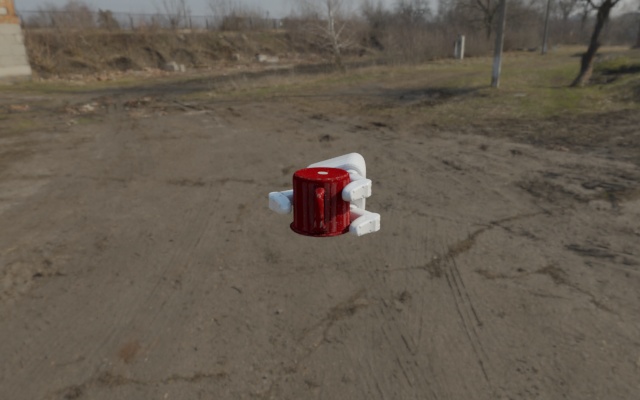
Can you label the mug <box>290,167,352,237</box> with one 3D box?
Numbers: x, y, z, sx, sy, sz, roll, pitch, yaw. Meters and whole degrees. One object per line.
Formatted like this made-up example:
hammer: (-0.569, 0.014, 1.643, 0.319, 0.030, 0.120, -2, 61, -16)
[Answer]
mug: (0.000, 0.002, 0.672, 0.093, 0.081, 0.117, 1, 17, 6)
